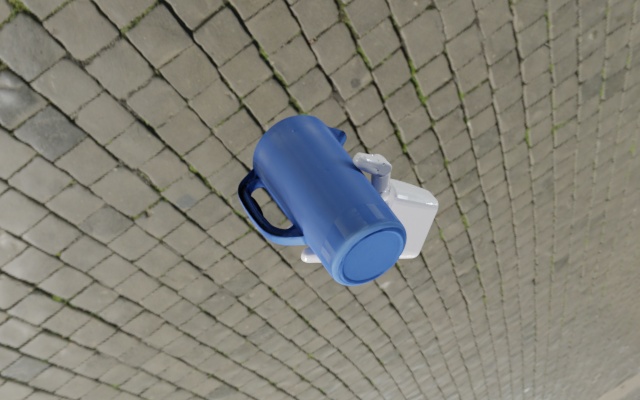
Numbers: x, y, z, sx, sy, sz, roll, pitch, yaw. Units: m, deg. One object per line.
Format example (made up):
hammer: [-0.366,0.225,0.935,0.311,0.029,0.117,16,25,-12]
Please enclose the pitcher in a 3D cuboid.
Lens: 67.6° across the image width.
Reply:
pitcher: [0.000,0.002,0.654,0.145,0.149,0.242,11,31,-40]
